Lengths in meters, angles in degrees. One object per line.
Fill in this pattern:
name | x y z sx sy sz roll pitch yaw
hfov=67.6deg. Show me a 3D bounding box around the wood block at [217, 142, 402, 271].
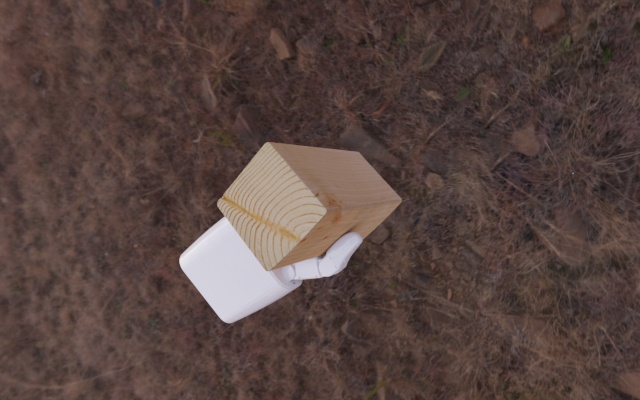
wood block | 0.000 0.002 0.531 0.090 0.090 0.206 -46 -18 22
